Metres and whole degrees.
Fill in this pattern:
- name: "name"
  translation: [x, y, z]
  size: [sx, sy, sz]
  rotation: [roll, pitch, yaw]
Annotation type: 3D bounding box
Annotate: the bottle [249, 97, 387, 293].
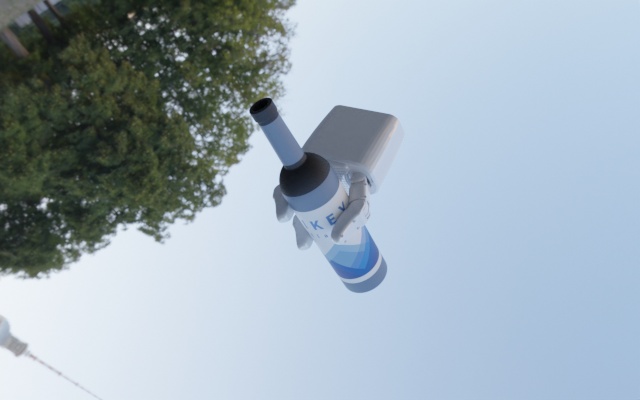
- name: "bottle"
  translation: [0.000, 0.002, 0.580]
  size: [0.069, 0.069, 0.296]
  rotation: [0, -43, 35]
